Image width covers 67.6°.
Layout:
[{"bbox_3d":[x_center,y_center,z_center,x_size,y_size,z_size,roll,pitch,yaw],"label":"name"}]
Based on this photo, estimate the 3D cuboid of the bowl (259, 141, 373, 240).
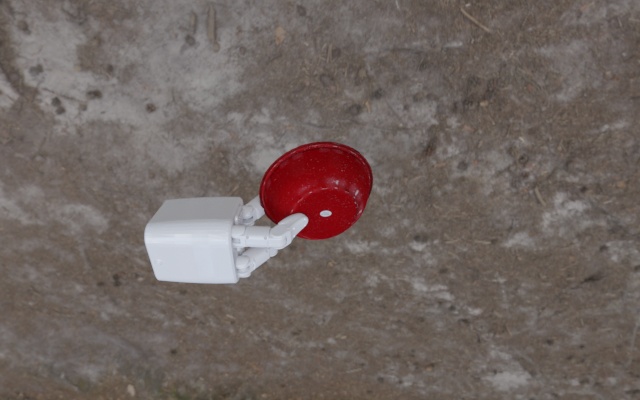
[{"bbox_3d":[0.001,0.002,0.645,0.162,0.162,0.055,0,40,-15],"label":"bowl"}]
